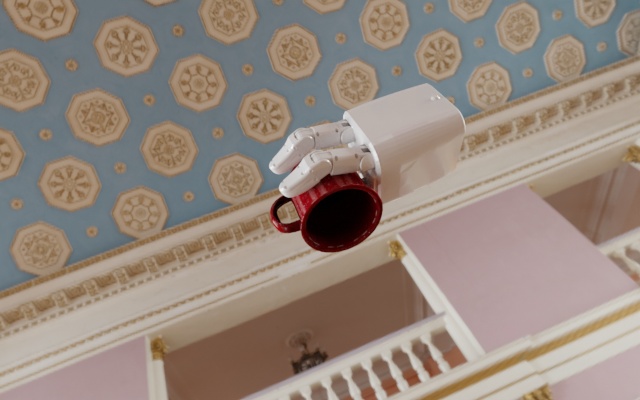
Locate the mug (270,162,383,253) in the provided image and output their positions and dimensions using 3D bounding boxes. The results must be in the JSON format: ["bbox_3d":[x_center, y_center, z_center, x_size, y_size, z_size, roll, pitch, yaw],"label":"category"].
[{"bbox_3d":[-0.001,0.002,0.534,0.117,0.093,0.081,-21,42,-6],"label":"mug"}]
